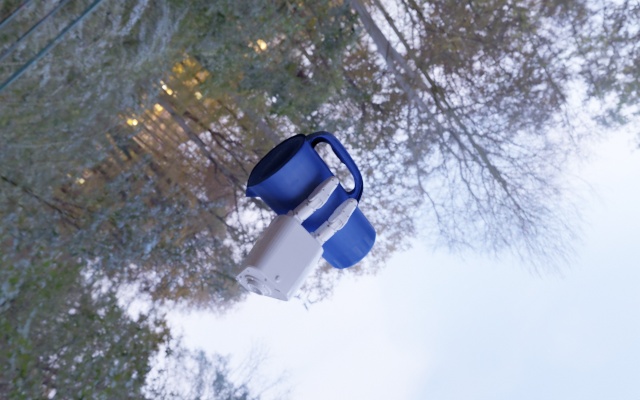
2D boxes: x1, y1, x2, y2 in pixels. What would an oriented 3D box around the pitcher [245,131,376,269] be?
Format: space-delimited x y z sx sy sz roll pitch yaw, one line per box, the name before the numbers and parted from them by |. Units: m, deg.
pitcher | 0.000 0.003 0.854 0.149 0.145 0.243 -12 -53 51
